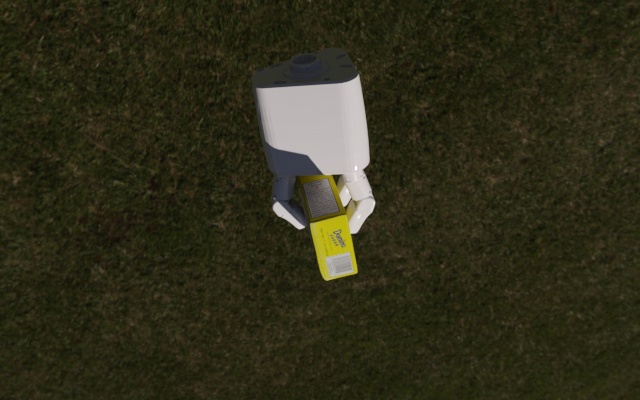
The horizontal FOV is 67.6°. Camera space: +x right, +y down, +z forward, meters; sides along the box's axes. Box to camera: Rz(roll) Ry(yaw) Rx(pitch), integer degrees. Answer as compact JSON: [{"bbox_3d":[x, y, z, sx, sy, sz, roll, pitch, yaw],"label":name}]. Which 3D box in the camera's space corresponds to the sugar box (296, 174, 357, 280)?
[{"bbox_3d":[0.001,0.002,0.582,0.048,0.093,0.176,-13,39,-1],"label":"sugar box"}]
